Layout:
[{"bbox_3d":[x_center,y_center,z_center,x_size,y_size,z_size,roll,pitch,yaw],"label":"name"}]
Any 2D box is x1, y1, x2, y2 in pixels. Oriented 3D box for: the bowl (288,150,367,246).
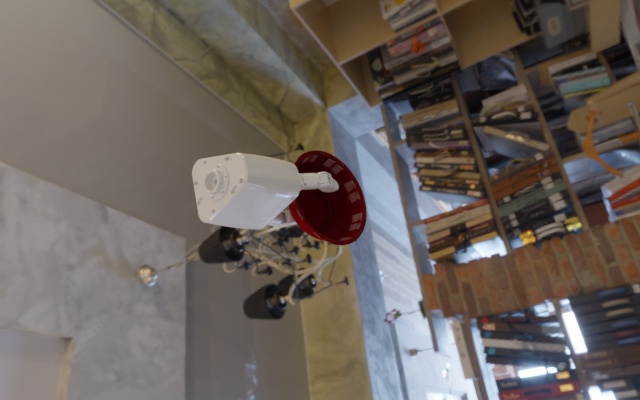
[{"bbox_3d":[0.001,0.003,0.776,0.162,0.162,0.055,0,-21,-44],"label":"bowl"}]
